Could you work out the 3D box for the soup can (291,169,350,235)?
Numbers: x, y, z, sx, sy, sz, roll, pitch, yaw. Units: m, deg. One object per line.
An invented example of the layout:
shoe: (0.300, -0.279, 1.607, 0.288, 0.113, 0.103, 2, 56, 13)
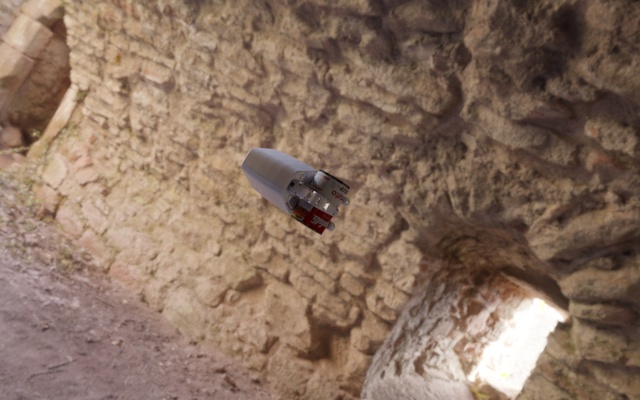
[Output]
soup can: (0.001, 0.003, 0.877, 0.068, 0.102, 0.068, 32, -1, 1)
